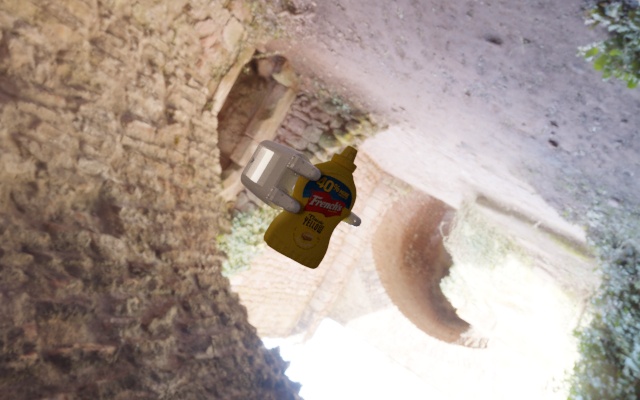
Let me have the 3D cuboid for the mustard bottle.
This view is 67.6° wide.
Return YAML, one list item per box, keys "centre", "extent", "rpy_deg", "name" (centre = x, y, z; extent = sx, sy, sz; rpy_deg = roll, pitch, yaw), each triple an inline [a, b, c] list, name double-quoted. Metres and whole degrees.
- centre: [0.000, 0.003, 0.726]
  extent: [0.096, 0.191, 0.058]
  rpy_deg: [31, 1, -19]
  name: "mustard bottle"
